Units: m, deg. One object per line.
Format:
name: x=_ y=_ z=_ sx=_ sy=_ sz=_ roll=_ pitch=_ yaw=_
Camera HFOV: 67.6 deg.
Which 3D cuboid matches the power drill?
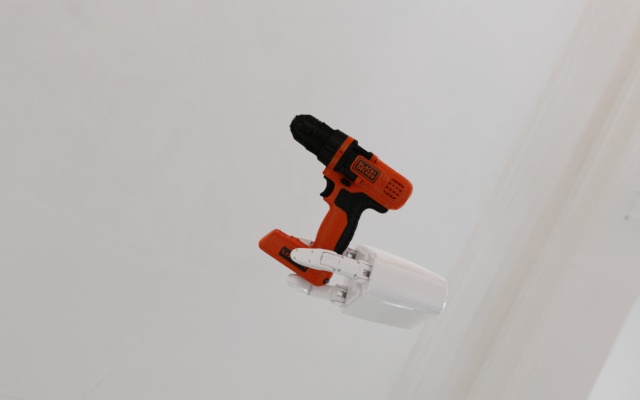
power drill: x=0.000 y=0.003 z=0.627 sx=0.184 sy=0.187 sz=0.057 roll=35 pitch=3 yaw=4
